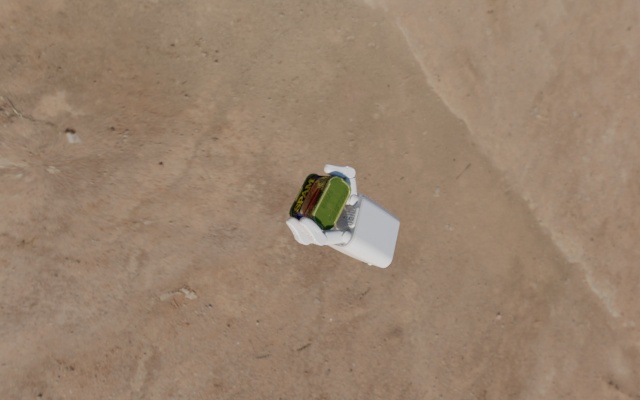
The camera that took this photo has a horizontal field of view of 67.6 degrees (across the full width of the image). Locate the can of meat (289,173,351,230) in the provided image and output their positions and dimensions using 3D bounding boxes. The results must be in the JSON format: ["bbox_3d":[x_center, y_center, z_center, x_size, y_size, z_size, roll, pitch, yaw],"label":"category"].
[{"bbox_3d":[0.000,0.003,0.867,0.057,0.102,0.084,33,-13,-28],"label":"can of meat"}]
